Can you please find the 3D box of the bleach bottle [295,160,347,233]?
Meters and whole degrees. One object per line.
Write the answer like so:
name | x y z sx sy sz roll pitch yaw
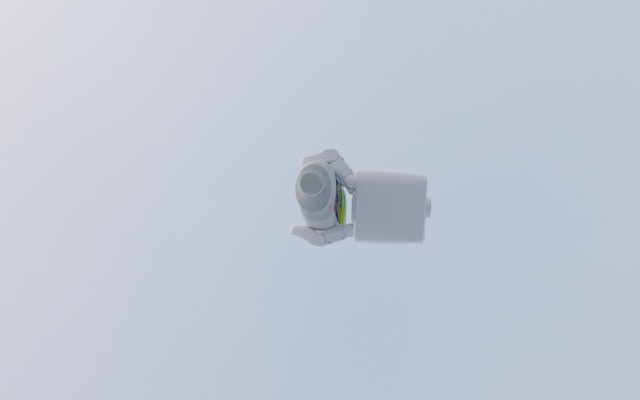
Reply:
bleach bottle | 0.000 0.002 0.728 0.068 0.102 0.251 2 -7 7
